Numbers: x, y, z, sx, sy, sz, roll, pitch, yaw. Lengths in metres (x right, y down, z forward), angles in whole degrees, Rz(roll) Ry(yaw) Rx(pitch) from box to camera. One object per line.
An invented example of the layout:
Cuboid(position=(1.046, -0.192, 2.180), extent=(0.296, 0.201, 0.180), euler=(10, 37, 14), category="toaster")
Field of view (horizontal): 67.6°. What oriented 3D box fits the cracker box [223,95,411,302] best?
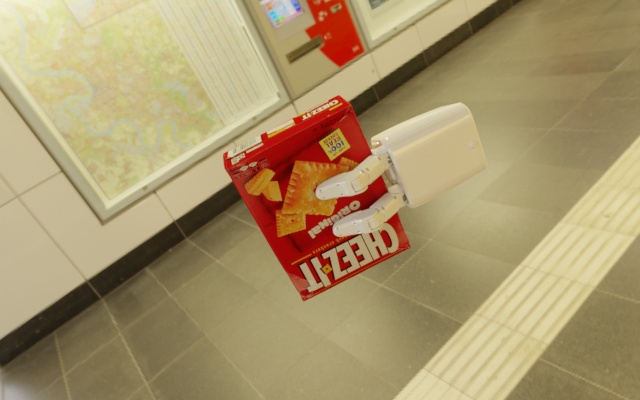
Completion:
Cuboid(position=(0.000, 0.002, 0.605), extent=(0.164, 0.214, 0.072), euler=(-27, 25, 0), category="cracker box")
